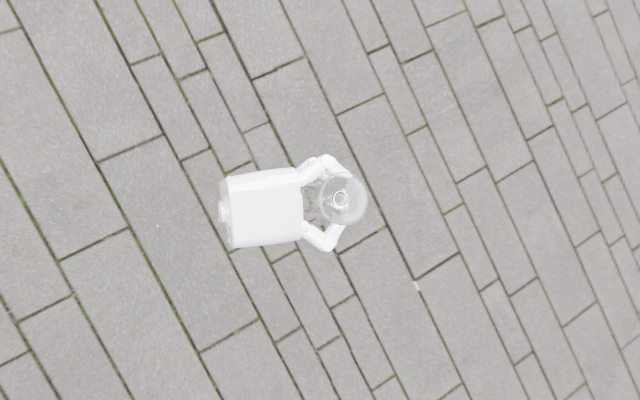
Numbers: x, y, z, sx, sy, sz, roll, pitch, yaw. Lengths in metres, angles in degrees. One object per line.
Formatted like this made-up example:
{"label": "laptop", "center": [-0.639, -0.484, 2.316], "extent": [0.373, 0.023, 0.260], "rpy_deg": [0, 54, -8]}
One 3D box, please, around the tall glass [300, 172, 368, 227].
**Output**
{"label": "tall glass", "center": [0.000, 0.002, 0.752], "extent": [0.079, 0.079, 0.201], "rpy_deg": [0, -3, -19]}
